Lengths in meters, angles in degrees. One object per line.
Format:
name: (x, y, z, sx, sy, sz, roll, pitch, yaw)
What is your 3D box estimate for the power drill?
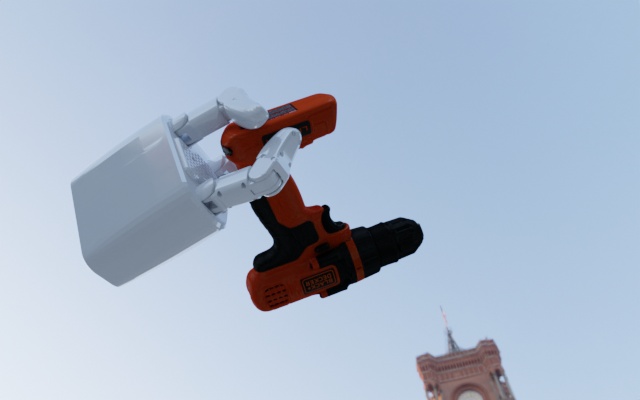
power drill: (0.000, 0.001, 0.447, 0.184, 0.188, 0.057, -20, 23, -10)
